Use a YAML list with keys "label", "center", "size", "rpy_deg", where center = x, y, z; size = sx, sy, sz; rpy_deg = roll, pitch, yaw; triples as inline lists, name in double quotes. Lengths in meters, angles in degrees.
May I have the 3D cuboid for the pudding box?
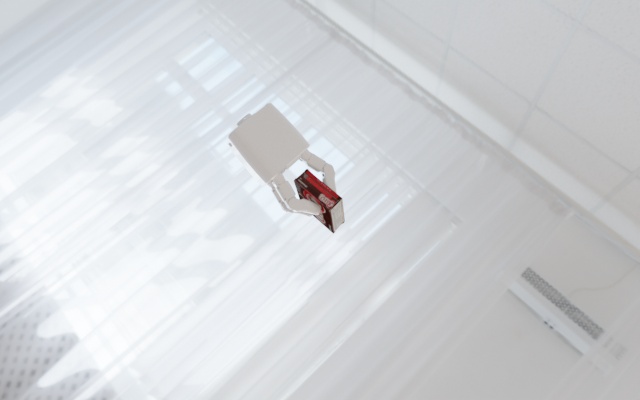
- label: "pudding box"
  center: [0.000, 0.003, 0.876]
  size: [0.090, 0.039, 0.113]
  rpy_deg: [42, -13, 21]
